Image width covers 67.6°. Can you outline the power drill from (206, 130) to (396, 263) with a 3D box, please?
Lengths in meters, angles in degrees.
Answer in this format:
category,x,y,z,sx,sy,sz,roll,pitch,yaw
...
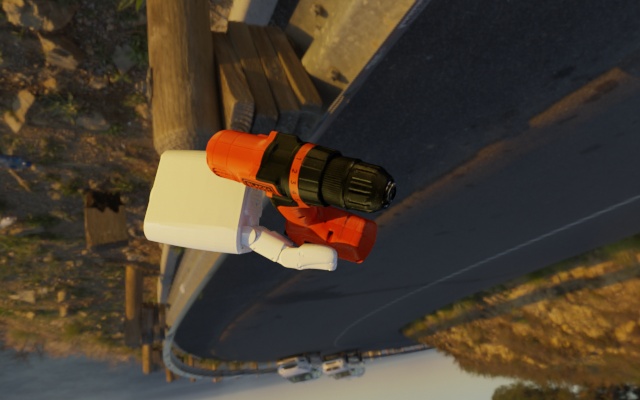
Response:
category,x,y,z,sx,sy,sz,roll,pitch,yaw
power drill,0.000,0.002,0.476,0.184,0.057,0.188,17,-20,27
